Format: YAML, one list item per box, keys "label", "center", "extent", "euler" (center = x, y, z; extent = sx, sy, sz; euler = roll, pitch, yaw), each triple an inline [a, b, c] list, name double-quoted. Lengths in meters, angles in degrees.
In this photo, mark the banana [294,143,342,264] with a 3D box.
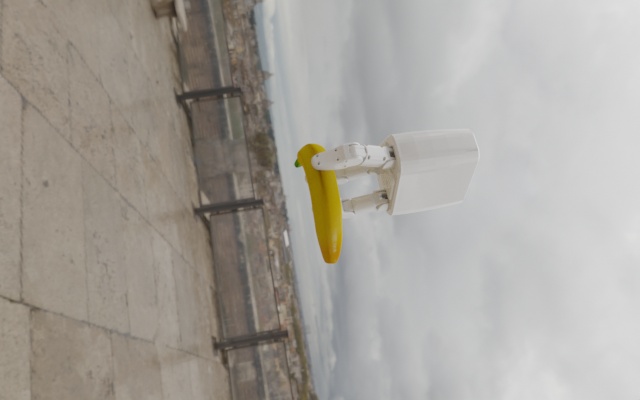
- label: "banana"
  center: [0.000, -0.014, 0.591]
  extent: [0.037, 0.070, 0.197]
  euler: [-6, 42, -10]
